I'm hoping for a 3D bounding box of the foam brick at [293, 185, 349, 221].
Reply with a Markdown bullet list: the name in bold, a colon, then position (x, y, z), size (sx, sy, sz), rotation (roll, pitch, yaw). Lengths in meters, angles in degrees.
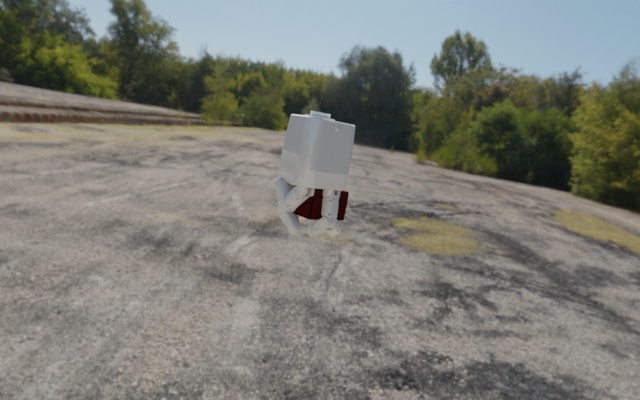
- **foam brick**: position (0.000, 0.003, 0.801), size (0.078, 0.051, 0.053), rotation (4, 10, -41)
